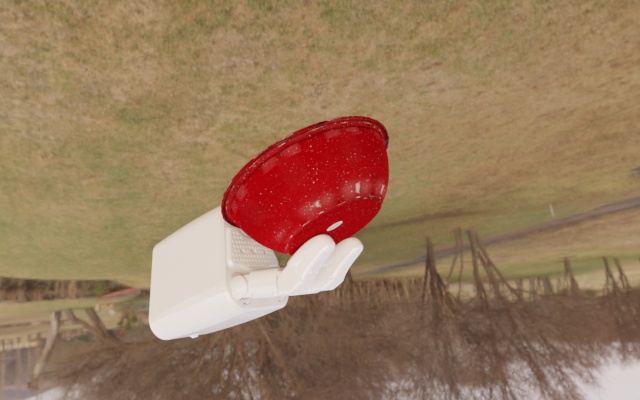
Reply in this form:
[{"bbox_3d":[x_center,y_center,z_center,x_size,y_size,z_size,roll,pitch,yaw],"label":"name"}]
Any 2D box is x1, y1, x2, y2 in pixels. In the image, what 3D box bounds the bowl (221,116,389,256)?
[{"bbox_3d":[0.001,0.001,0.410,0.162,0.055,0.162,-24,-23,-11],"label":"bowl"}]
